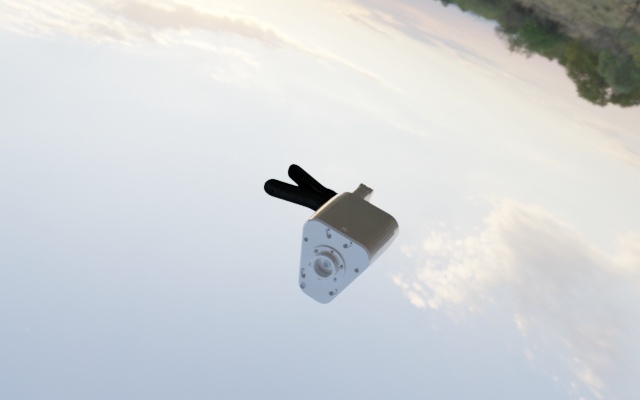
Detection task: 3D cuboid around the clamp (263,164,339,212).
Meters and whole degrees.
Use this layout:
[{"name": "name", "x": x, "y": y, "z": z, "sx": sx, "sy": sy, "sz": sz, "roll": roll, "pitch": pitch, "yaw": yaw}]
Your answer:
[{"name": "clamp", "x": 0.000, "y": 0.003, "z": 0.695, "sx": 0.171, "sy": 0.039, "sz": 0.120, "roll": 30, "pitch": 27, "yaw": 14}]
